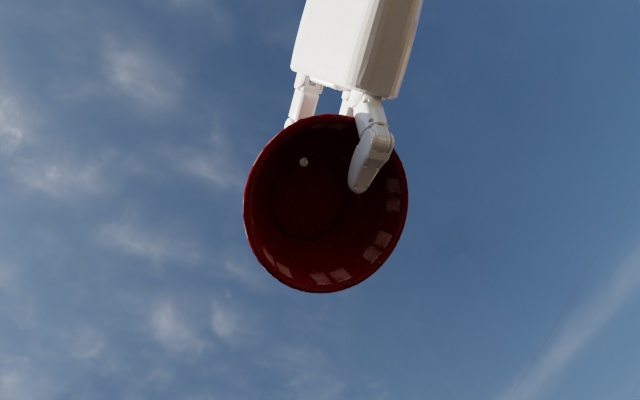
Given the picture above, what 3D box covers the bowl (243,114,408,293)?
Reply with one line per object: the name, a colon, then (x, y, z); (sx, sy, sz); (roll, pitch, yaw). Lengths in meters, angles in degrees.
bowl: (-0.001, 0.003, 0.446); (0.162, 0.162, 0.055); (0, 7, -24)
